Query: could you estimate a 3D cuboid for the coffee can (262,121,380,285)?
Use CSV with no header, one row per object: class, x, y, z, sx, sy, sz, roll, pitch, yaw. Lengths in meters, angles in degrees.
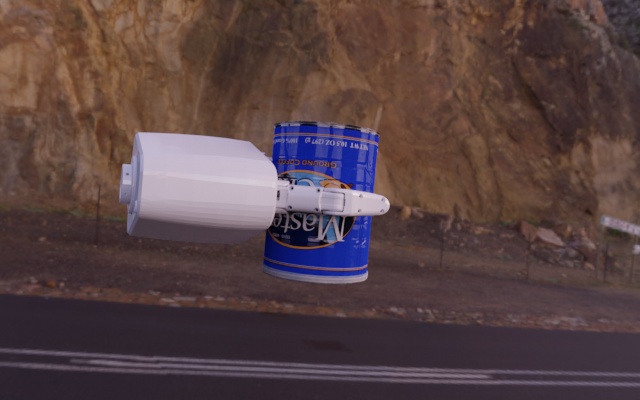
coffee can,0.000,0.002,0.462,0.103,0.140,0.103,5,1,0
